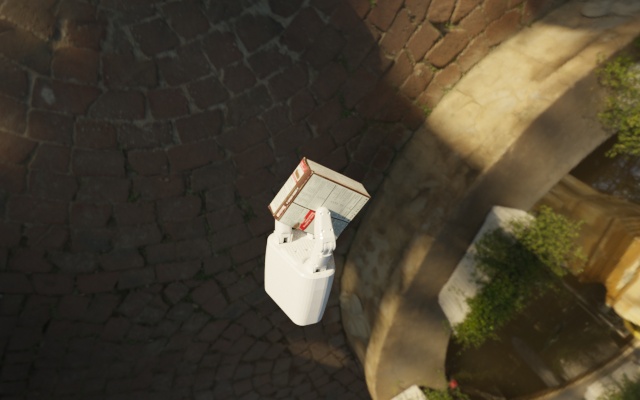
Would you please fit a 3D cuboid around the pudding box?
[{"bbox_3d":[0.000,0.002,0.660,0.113,0.090,0.039,21,24,-38],"label":"pudding box"}]
